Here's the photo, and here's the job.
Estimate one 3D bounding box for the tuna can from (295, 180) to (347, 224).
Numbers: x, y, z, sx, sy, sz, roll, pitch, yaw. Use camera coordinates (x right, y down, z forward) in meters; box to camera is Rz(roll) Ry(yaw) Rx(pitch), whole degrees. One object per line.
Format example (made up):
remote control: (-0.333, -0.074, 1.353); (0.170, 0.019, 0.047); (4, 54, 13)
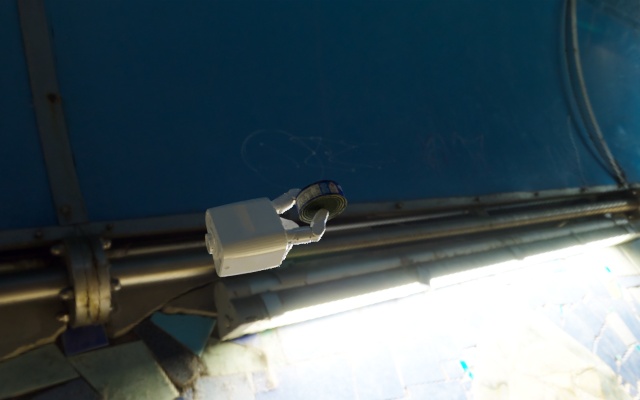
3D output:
tuna can: (0.000, 0.002, 0.824); (0.086, 0.033, 0.086); (-15, -30, -9)
